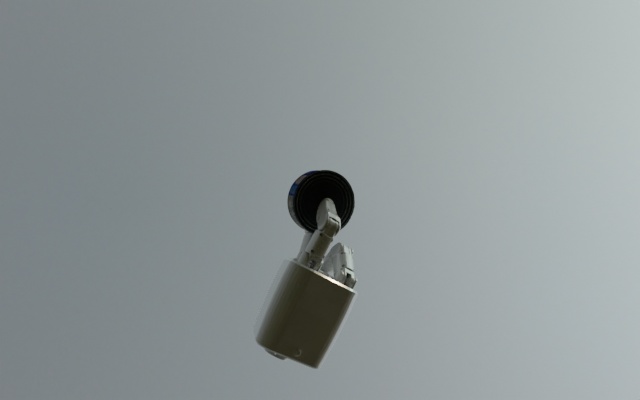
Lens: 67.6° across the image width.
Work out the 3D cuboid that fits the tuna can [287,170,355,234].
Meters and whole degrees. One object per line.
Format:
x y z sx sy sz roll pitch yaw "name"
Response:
0.000 0.002 0.636 0.086 0.086 0.034 0 4 -21 "tuna can"
